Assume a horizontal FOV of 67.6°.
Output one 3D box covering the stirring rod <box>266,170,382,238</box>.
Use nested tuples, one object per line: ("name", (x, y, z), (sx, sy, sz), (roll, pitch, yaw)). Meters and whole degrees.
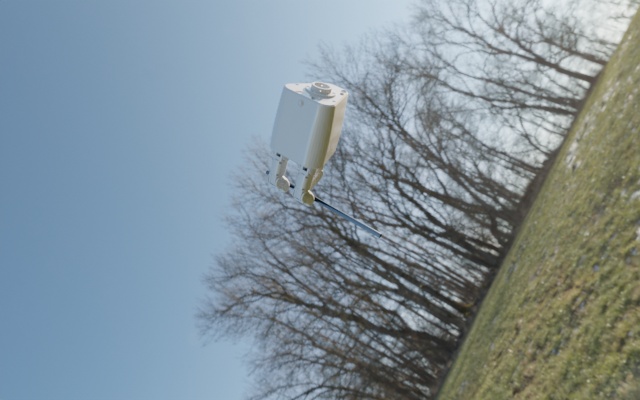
("stirring rod", (0.000, 0.003, 0.813), (0.239, 0.011, 0.011), (29, 12, 23))
